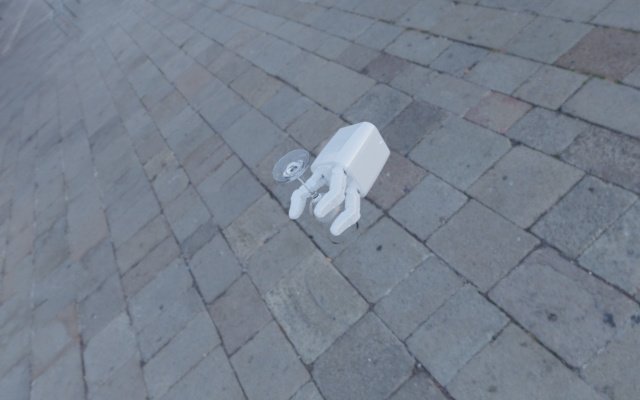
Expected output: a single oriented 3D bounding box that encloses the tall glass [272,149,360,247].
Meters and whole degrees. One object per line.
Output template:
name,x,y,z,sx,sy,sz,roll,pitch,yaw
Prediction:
tall glass,0.000,0.002,0.852,0.079,0.079,0.201,0,-38,38
